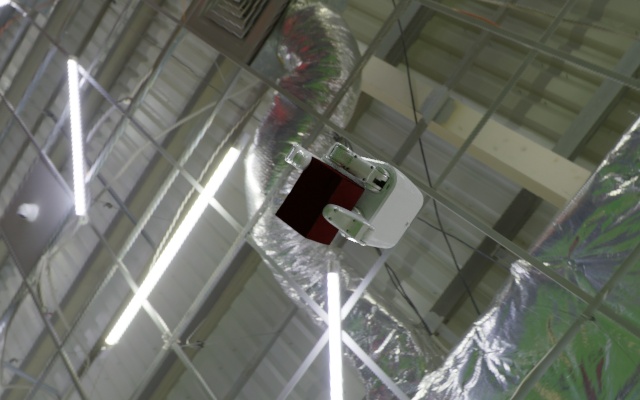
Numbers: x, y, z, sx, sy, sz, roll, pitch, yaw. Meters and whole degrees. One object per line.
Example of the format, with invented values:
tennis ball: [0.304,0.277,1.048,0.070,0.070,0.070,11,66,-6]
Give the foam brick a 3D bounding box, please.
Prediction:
foam brick: [0.000,0.002,0.526,0.053,0.078,0.051,37,7,34]
